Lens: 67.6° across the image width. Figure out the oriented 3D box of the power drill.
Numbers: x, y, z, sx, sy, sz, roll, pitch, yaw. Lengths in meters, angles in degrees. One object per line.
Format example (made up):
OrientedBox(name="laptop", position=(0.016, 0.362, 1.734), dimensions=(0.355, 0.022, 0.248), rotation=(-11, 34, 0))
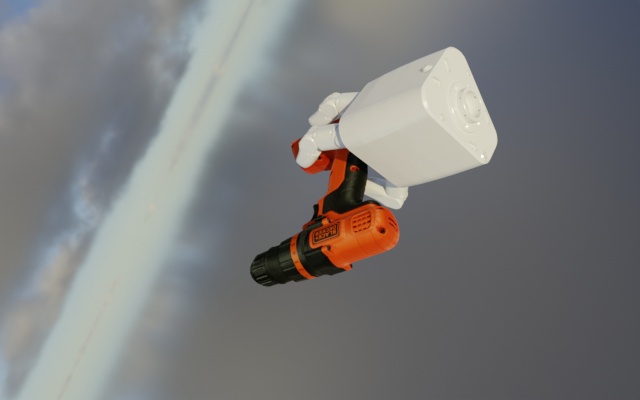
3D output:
OrientedBox(name="power drill", position=(0.000, 0.001, 0.557), dimensions=(0.184, 0.187, 0.057), rotation=(-21, -42, 27))
